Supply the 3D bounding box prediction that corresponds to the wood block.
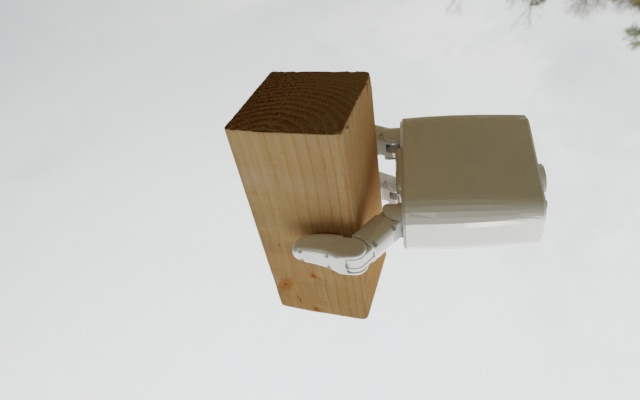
[{"bbox_3d":[0.000,0.002,0.421,0.090,0.206,0.090,6,43,19],"label":"wood block"}]
